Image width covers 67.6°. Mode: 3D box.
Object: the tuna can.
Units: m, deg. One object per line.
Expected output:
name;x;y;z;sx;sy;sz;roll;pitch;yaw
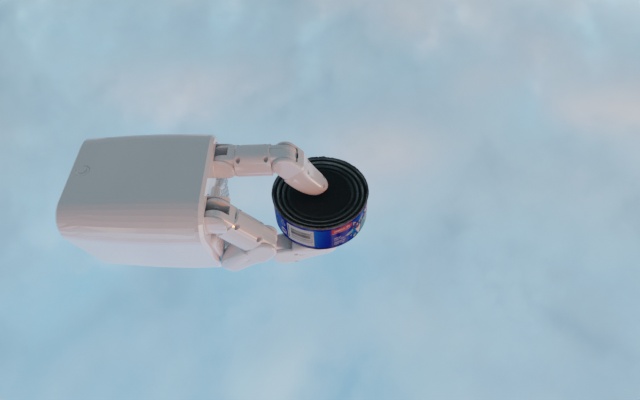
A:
tuna can;0.000;0.002;0.432;0.086;0.086;0.034;0;-41;2
